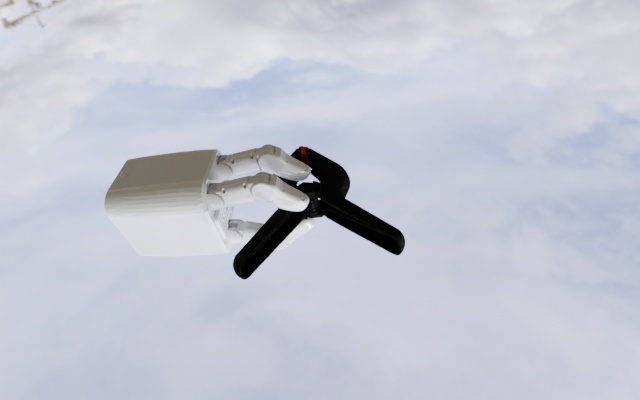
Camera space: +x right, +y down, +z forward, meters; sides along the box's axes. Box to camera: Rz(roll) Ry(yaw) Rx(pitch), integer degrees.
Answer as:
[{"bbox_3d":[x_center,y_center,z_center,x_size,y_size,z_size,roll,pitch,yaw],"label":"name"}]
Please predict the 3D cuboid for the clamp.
[{"bbox_3d":[0.000,0.002,0.523,0.164,0.036,0.209,-4,36,4],"label":"clamp"}]
